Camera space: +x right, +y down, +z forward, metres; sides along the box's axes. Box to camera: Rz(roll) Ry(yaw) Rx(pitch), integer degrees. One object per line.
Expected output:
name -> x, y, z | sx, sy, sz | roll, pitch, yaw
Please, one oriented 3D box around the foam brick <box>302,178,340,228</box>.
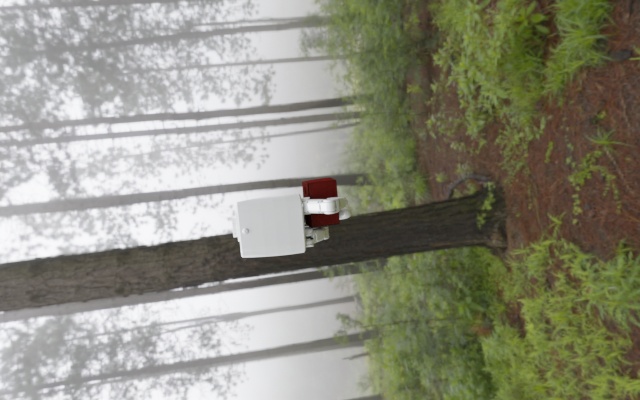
foam brick -> 0.000, 0.002, 0.816 | 0.051, 0.078, 0.053 | -6, 7, -11
